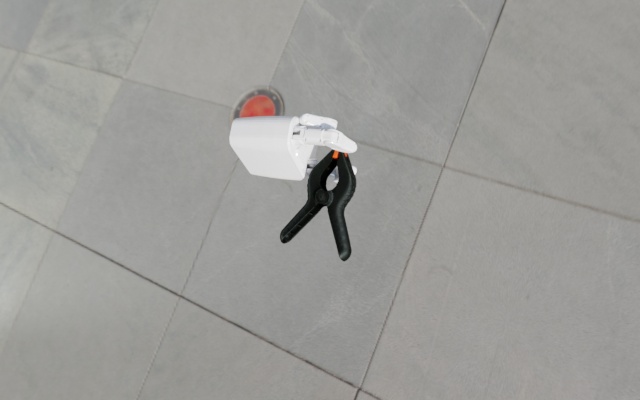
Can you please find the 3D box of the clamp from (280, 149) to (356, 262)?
[{"bbox_3d":[0.000,0.002,0.733,0.120,0.171,0.039,5,-11,20],"label":"clamp"}]
